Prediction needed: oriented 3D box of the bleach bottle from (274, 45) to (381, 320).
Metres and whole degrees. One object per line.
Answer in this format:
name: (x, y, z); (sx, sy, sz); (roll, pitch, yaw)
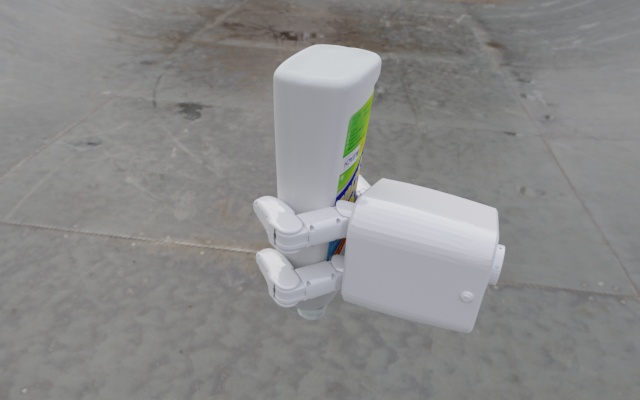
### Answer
bleach bottle: (0.000, 0.001, 0.424); (0.068, 0.251, 0.102); (14, 34, 16)
